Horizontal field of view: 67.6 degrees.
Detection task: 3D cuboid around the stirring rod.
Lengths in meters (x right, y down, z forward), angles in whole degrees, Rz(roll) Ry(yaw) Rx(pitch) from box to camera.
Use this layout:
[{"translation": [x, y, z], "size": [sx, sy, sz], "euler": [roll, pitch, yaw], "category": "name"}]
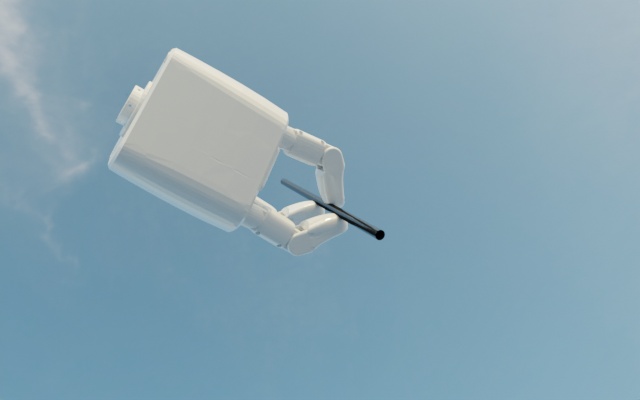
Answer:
[{"translation": [0.000, 0.001, 0.462], "size": [0.011, 0.011, 0.239], "euler": [0, 12, -22], "category": "stirring rod"}]
